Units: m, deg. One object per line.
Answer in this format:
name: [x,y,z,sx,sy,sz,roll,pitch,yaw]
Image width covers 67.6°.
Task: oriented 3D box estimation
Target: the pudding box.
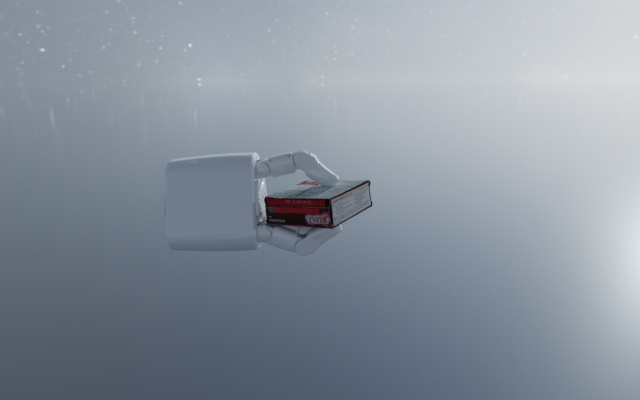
pudding box: [0.000,0.002,0.578,0.090,0.039,0.113,3,16,29]
